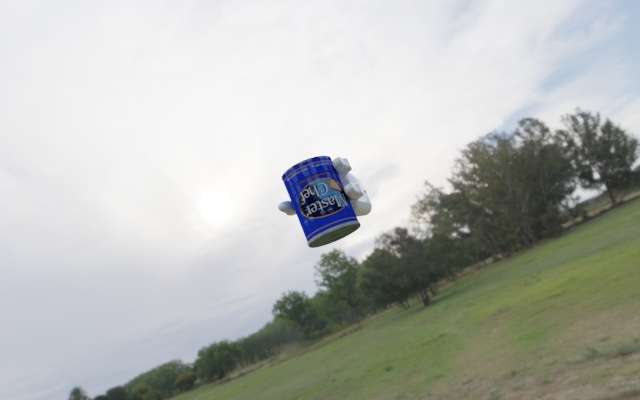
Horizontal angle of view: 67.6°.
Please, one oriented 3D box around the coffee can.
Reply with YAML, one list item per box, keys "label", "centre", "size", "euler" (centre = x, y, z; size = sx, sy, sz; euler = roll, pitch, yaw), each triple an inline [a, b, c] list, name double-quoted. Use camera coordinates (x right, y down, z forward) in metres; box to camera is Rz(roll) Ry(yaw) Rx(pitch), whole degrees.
- label: "coffee can"
  centre: [0.000, 0.003, 0.879]
  size: [0.103, 0.140, 0.103]
  euler: [-21, -15, -6]
